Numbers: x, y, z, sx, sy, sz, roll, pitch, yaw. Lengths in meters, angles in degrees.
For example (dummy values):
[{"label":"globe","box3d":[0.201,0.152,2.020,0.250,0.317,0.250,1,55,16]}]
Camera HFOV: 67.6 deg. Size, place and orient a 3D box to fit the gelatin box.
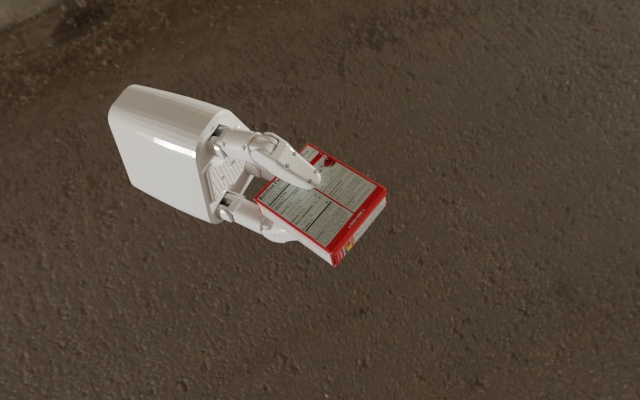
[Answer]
[{"label":"gelatin box","box3d":[0.000,0.001,0.407,0.089,0.073,0.030,33,-20,24]}]
